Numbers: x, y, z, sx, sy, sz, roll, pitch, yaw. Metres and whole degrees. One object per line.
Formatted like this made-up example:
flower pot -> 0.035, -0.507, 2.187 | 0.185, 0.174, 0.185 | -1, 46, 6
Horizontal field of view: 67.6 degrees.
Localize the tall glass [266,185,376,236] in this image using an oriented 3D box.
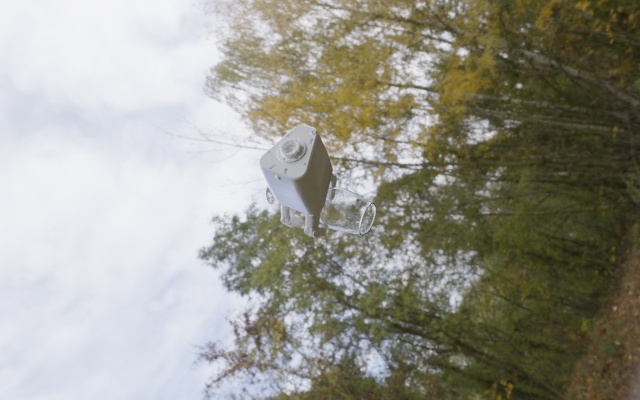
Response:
tall glass -> 0.000, 0.003, 0.888 | 0.201, 0.079, 0.079 | 20, 9, 26
